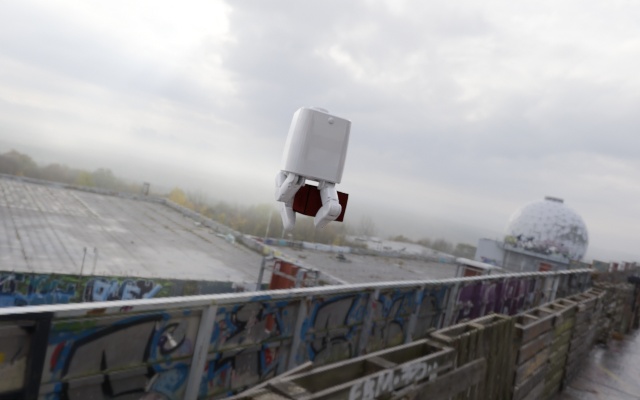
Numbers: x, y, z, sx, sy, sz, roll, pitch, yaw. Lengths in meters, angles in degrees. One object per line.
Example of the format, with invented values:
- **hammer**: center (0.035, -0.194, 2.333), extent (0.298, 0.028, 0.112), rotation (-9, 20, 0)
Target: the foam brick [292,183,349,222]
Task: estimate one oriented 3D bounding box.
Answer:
- **foam brick**: center (0.000, 0.003, 0.811), extent (0.078, 0.051, 0.053), rotation (12, 2, -28)
